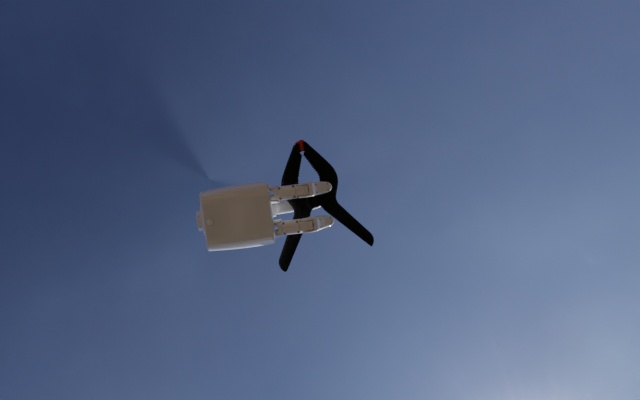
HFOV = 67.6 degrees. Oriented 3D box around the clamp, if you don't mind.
[{"bbox_3d":[0.000,0.002,0.791,0.164,0.210,0.036,-8,4,-12],"label":"clamp"}]
